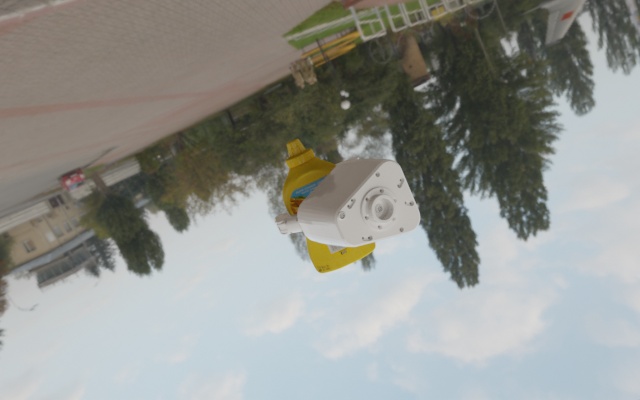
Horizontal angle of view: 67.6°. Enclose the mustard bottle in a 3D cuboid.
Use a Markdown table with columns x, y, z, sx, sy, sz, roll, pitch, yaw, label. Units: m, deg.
| x | y | z | sx | sy | sz | roll | pitch | yaw | label |
| --- | --- | --- | --- | --- | --- | --- | --- | --- | --- |
| 0.000 | 0.002 | 0.683 | 0.096 | 0.192 | 0.058 | -24 | 12 | 3 | mustard bottle |
